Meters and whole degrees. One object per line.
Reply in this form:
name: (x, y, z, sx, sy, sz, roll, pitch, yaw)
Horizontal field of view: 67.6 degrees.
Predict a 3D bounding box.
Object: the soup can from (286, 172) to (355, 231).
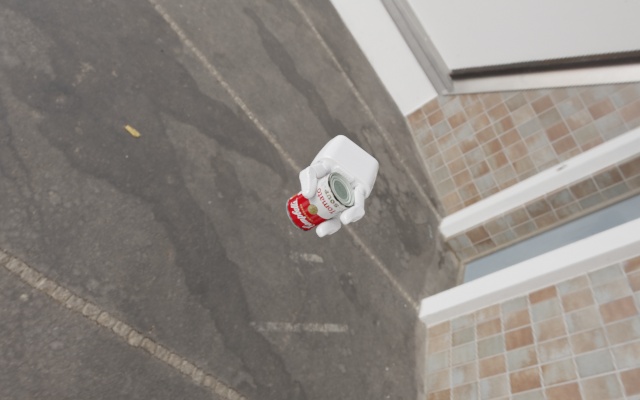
soup can: (0.000, 0.003, 0.827, 0.102, 0.068, 0.068, -30, -17, 32)
